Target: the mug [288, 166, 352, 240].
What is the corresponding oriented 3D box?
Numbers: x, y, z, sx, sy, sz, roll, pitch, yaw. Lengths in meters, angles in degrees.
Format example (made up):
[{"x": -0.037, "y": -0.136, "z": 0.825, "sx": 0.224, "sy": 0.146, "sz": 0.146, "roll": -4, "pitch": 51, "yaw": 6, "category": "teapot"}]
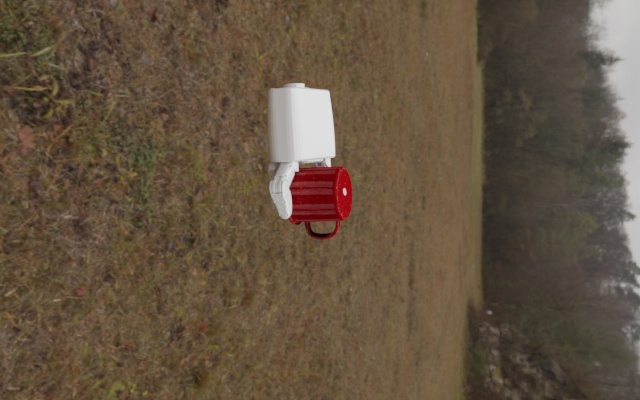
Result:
[{"x": 0.000, "y": 0.004, "z": 0.723, "sx": 0.081, "sy": 0.117, "sz": 0.093, "roll": -2, "pitch": 9, "yaw": 20, "category": "mug"}]
